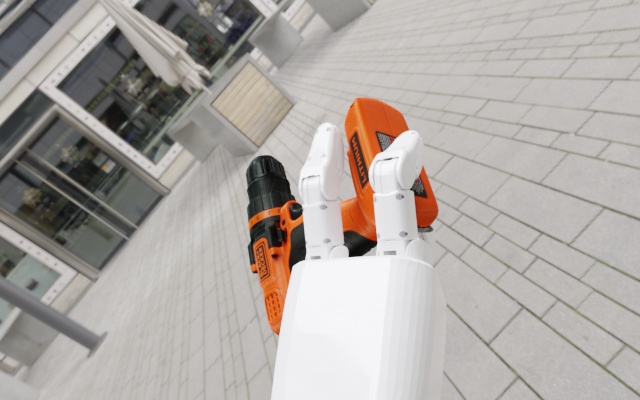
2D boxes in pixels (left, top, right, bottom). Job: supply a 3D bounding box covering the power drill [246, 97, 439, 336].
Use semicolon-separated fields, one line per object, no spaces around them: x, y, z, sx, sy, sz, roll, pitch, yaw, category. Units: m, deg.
0.000;0.001;0.404;0.057;0.184;0.188;6;-34;-37;power drill
